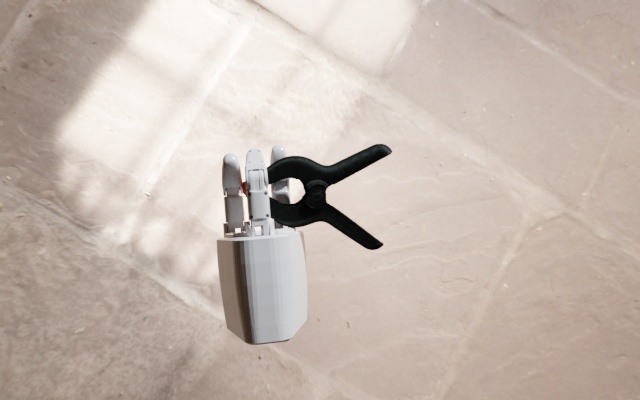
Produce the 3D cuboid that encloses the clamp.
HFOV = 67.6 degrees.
[{"bbox_3d":[0.000,0.002,0.532,0.171,0.120,0.039,-5,0,-7],"label":"clamp"}]
